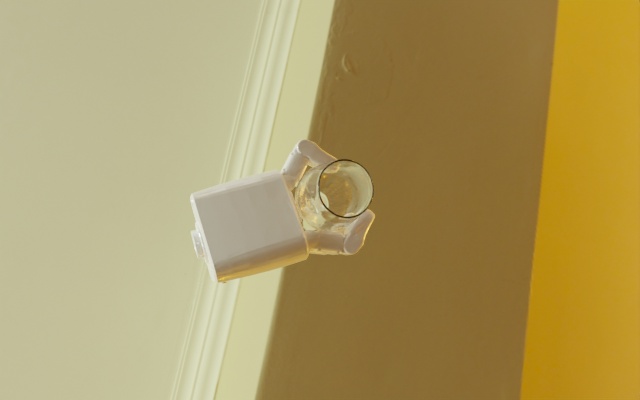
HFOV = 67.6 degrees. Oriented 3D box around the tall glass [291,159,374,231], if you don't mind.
[{"bbox_3d":[0.000,0.002,0.584,0.079,0.079,0.201,0,-8,-16],"label":"tall glass"}]
